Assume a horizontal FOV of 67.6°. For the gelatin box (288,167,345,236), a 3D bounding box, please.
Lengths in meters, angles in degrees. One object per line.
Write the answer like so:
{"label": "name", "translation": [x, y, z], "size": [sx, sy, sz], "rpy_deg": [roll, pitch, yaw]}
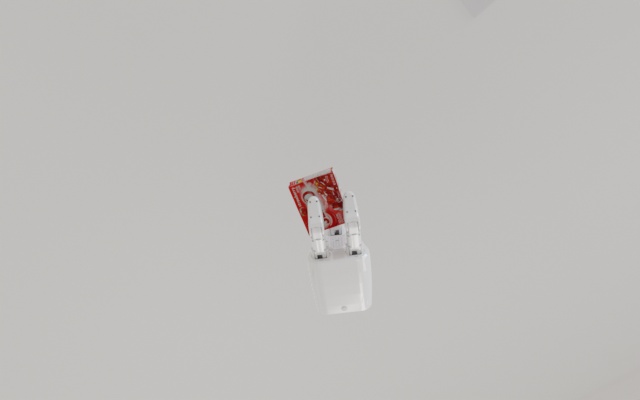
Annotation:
{"label": "gelatin box", "translation": [0.000, 0.002, 0.743], "size": [0.073, 0.089, 0.030], "rpy_deg": [-19, 19, 8]}
